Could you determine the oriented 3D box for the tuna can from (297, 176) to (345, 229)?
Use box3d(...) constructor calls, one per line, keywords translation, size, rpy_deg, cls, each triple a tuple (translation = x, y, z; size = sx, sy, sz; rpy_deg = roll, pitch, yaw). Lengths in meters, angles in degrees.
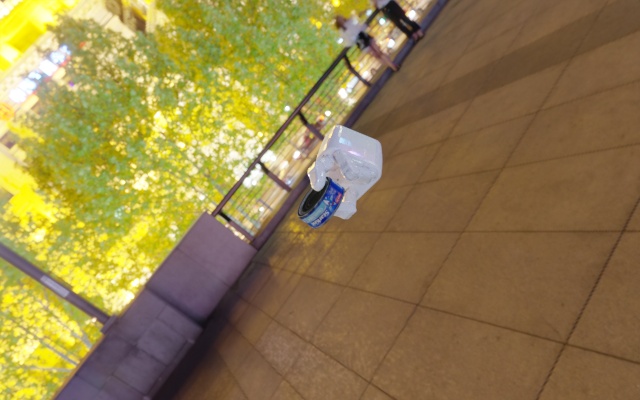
box3d(translation=(0.000, 0.002, 0.791), size=(0.034, 0.086, 0.086), rpy_deg=(37, -13, -18), cls="tuna can")
